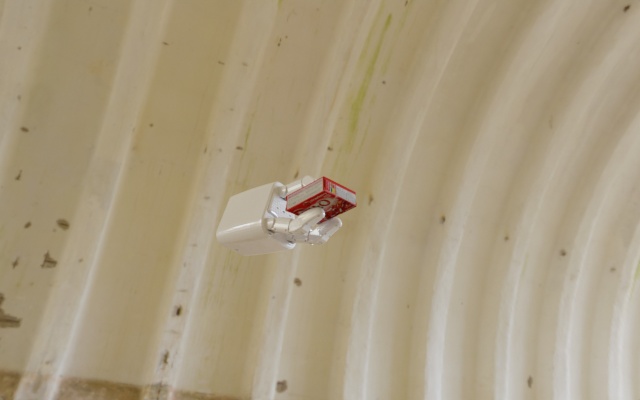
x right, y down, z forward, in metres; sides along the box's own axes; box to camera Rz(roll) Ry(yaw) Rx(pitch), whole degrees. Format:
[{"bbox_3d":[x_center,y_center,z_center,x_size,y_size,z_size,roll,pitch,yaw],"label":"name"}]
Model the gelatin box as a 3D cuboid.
[{"bbox_3d":[0.000,0.002,0.749,0.089,0.030,0.073,-27,-38,37],"label":"gelatin box"}]
